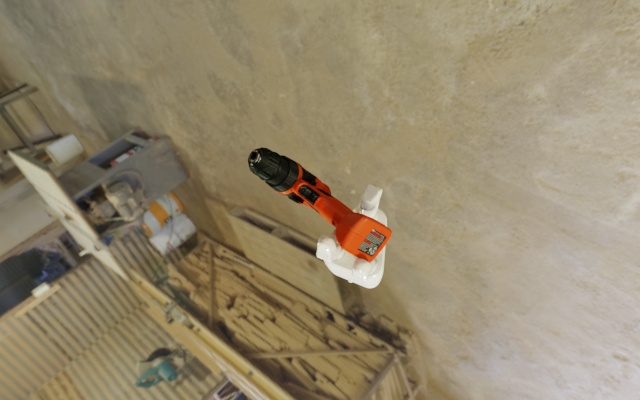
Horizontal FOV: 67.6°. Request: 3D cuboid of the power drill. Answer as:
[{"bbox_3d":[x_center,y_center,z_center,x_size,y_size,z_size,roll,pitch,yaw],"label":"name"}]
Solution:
[{"bbox_3d":[0.000,0.003,0.671,0.187,0.057,0.184,40,7,35],"label":"power drill"}]
